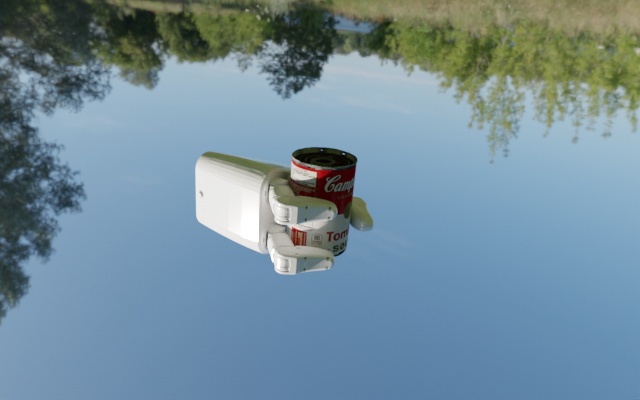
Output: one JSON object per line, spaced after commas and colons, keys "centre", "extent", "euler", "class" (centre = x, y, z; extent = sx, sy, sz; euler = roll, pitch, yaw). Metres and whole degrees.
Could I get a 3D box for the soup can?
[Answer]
{"centre": [0.001, 0.002, 0.506], "extent": [0.068, 0.102, 0.068], "euler": [4, 22, -2], "class": "soup can"}
